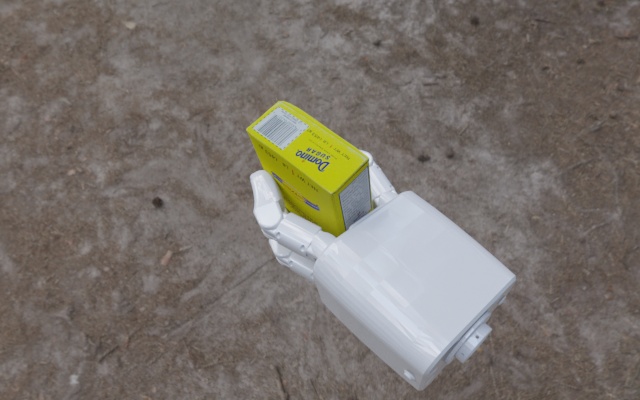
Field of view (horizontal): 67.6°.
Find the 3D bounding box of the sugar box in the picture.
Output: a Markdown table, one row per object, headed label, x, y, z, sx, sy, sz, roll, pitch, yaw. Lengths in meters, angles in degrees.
| label | x | y | z | sx | sy | sz | roll | pitch | yaw |
| --- | --- | --- | --- | --- | --- | --- | --- | --- | --- |
| sugar box | 0.000 | 0.002 | 0.417 | 0.093 | 0.048 | 0.176 | 38 | -20 | 26 |
